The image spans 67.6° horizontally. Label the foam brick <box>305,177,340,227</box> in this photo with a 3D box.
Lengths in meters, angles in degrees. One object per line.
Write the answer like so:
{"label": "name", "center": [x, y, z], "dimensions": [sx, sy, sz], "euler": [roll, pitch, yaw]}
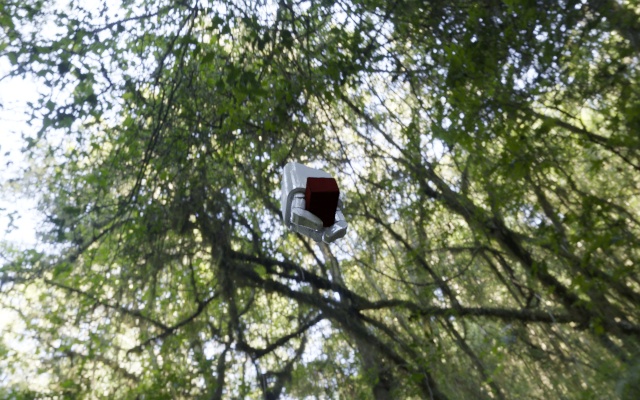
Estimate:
{"label": "foam brick", "center": [0.000, 0.003, 0.850], "dimensions": [0.053, 0.078, 0.051], "euler": [1, 34, -12]}
